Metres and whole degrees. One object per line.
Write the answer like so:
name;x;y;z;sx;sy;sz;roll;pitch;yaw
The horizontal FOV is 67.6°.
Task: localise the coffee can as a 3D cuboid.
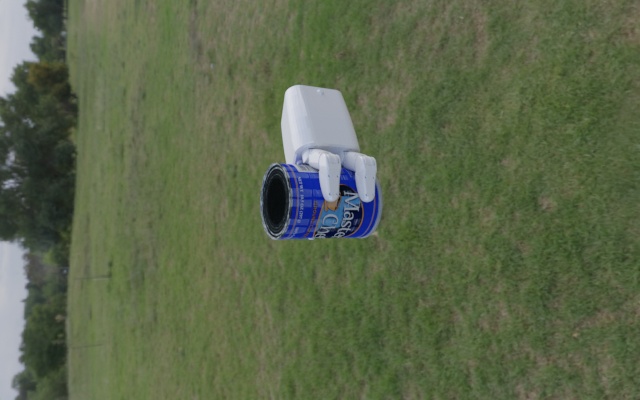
coffee can;0.000;0.002;0.663;0.140;0.103;0.103;1;-1;-28
